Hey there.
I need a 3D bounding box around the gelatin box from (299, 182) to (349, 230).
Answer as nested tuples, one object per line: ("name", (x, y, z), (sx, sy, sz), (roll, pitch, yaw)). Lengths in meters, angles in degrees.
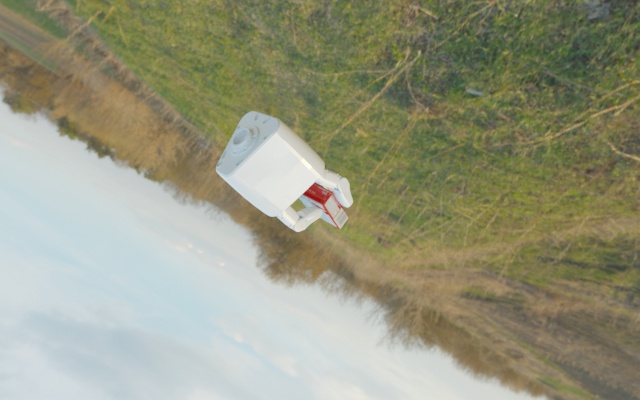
("gelatin box", (0.000, 0.003, 0.788), (0.073, 0.030, 0.089), (29, -16, 34))
